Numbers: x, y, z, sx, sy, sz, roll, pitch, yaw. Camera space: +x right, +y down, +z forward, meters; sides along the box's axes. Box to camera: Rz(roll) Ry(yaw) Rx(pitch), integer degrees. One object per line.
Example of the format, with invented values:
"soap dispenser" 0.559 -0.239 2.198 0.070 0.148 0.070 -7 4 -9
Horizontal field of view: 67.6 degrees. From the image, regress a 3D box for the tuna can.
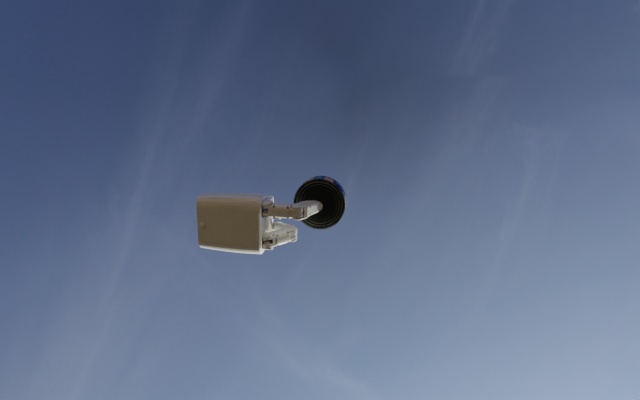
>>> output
"tuna can" 0.000 0.002 0.797 0.086 0.086 0.033 0 15 9
